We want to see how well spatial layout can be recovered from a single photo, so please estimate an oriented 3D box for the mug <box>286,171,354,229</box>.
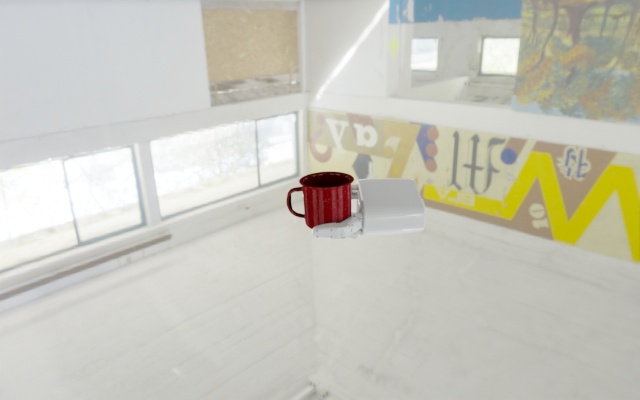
[{"bbox_3d":[-0.001,0.003,0.818,0.117,0.081,0.093,-3,20,-1],"label":"mug"}]
